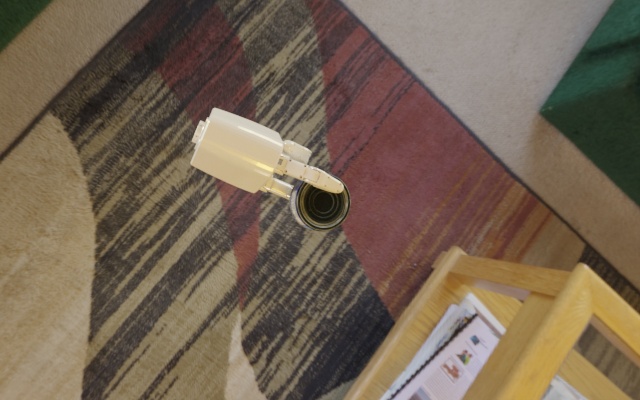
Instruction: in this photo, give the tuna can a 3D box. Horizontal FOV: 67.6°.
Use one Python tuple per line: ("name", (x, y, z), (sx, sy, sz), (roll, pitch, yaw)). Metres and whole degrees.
("tuna can", (0.000, 0.002, 0.696), (0.086, 0.086, 0.034), (0, 1, -20))
